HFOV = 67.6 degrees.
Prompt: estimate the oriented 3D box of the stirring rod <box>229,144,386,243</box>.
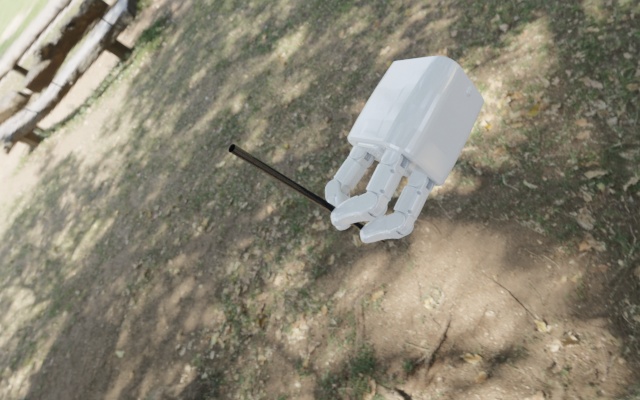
[{"bbox_3d":[0.000,0.002,0.482,0.011,0.011,0.240,0,-22,42],"label":"stirring rod"}]
